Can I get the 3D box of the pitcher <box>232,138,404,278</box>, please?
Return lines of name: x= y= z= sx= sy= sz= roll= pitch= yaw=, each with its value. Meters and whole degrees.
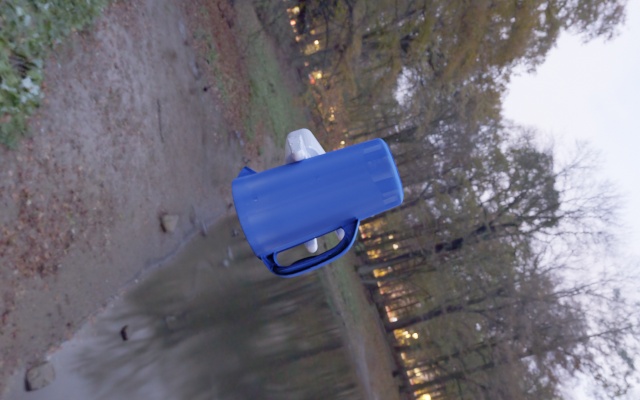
pitcher: x=0.000 y=0.002 z=0.729 sx=0.243 sy=0.149 sz=0.145 roll=-19 pitch=27 yaw=3
